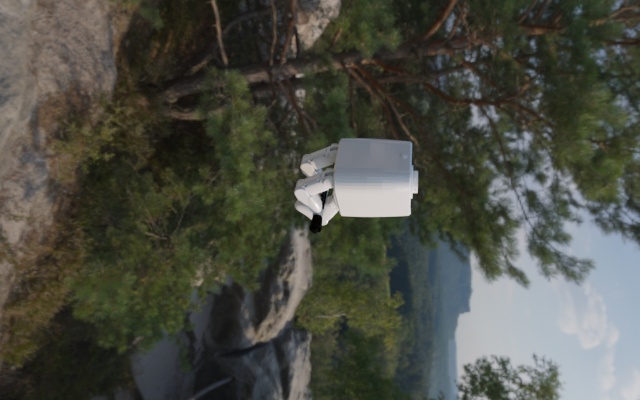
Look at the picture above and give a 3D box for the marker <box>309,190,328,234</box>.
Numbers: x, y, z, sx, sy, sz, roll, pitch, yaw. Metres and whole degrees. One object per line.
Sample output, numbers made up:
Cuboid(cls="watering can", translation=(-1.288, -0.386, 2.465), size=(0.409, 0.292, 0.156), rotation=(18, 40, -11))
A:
Cuboid(cls="marker", translation=(0.000, 0.002, 0.745), size=(0.020, 0.121, 0.020), rotation=(6, -42, 5))
